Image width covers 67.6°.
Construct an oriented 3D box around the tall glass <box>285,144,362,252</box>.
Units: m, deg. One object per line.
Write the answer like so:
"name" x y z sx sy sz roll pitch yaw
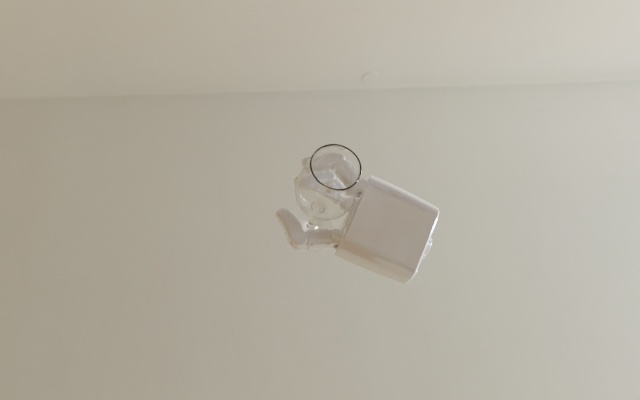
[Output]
"tall glass" 0.000 0.002 0.640 0.079 0.079 0.201 0 -25 -11
